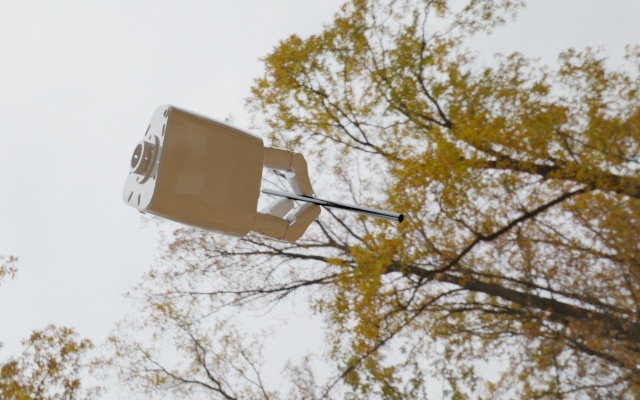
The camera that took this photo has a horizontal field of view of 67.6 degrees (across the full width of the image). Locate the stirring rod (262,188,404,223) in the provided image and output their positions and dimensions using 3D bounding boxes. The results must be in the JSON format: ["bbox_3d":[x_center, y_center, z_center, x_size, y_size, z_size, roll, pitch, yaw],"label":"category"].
[{"bbox_3d":[0.000,0.002,0.529,0.011,0.011,0.239,0,7,-38],"label":"stirring rod"}]
